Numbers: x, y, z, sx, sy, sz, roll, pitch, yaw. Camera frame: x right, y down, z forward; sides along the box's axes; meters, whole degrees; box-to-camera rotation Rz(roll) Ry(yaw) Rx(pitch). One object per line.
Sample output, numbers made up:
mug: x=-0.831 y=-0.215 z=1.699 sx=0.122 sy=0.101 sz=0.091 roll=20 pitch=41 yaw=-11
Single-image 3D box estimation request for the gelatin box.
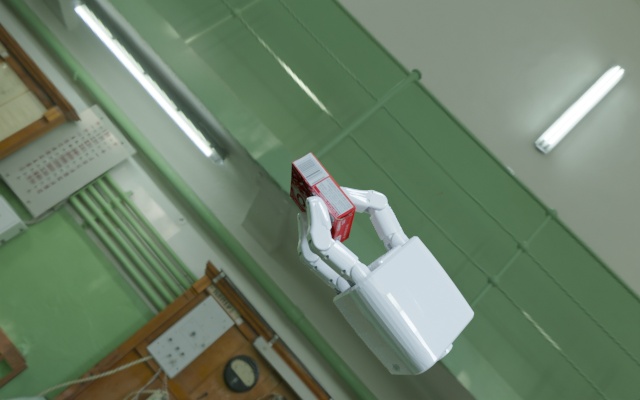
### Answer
gelatin box: x=0.000 y=0.001 z=0.543 sx=0.030 sy=0.089 sz=0.073 roll=-30 pitch=-23 yaw=-20
